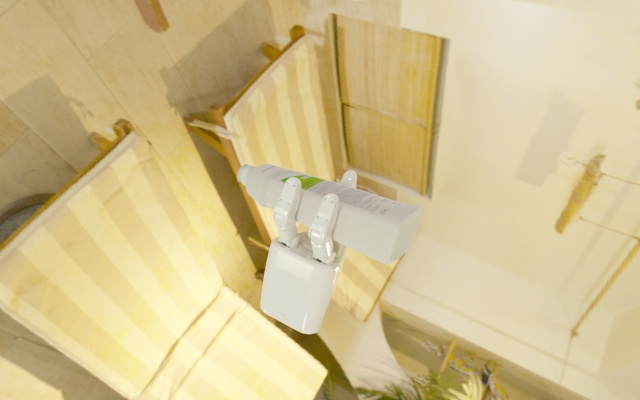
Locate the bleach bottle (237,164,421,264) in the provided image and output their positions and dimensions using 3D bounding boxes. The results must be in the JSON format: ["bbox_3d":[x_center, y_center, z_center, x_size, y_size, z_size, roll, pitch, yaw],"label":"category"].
[{"bbox_3d":[0.000,0.002,0.643,0.251,0.068,0.102,22,21,23],"label":"bleach bottle"}]
